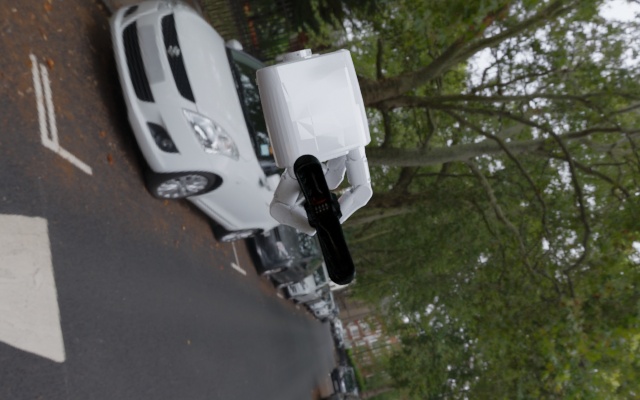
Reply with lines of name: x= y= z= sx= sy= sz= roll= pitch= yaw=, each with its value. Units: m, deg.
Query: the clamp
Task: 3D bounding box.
clamp: x=0.001 y=0.001 z=0.485 sx=0.039 sy=0.120 sz=0.171 roll=-13 pitch=15 yaw=-2
